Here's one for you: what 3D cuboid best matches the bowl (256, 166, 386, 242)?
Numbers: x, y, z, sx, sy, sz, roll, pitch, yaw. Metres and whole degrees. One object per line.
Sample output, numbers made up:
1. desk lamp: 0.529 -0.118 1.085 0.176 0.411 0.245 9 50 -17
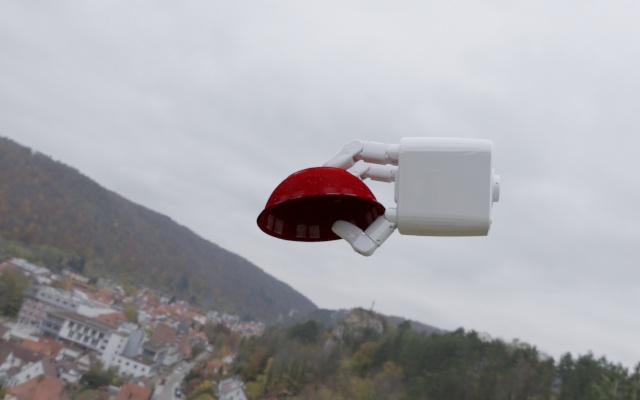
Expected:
1. bowl: -0.001 0.002 0.601 0.162 0.055 0.162 -4 -23 -2
